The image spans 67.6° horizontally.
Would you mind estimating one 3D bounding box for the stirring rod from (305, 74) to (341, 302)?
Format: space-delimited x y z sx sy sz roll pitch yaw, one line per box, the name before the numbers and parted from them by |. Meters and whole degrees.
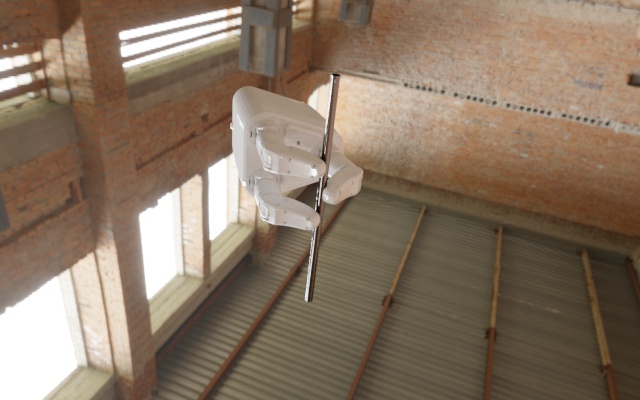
stirring rod | 0.000 0.001 0.450 0.011 0.240 0.011 5 29 -3
